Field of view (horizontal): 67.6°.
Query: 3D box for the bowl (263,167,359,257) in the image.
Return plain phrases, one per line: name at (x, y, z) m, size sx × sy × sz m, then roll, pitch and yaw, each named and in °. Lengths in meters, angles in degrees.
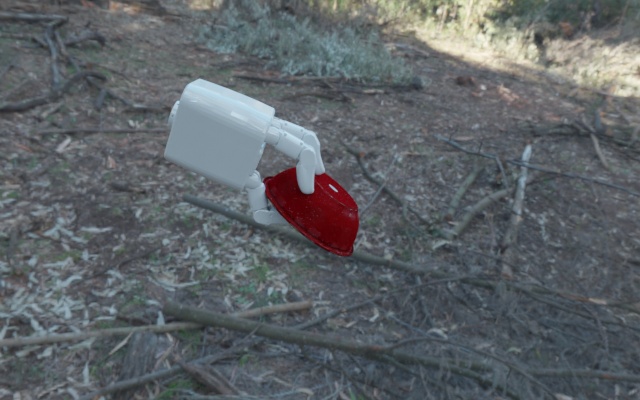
bowl at (0.001, 0.002, 0.661) m, size 0.162 × 0.055 × 0.162 m, roll 38°, pitch 15°, yaw -12°
